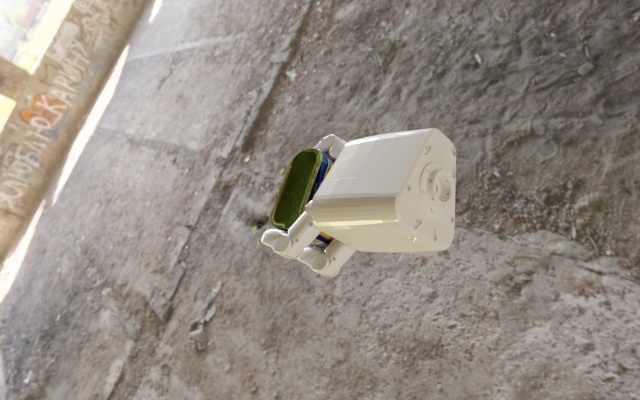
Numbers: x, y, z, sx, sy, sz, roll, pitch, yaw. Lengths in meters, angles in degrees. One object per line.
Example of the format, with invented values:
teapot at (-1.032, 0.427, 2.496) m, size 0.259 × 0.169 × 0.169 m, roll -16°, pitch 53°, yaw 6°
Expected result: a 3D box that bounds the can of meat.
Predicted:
can of meat at (0.000, 0.002, 0.545) m, size 0.084 × 0.102 × 0.057 m, roll 30°, pitch -19°, yaw -38°
